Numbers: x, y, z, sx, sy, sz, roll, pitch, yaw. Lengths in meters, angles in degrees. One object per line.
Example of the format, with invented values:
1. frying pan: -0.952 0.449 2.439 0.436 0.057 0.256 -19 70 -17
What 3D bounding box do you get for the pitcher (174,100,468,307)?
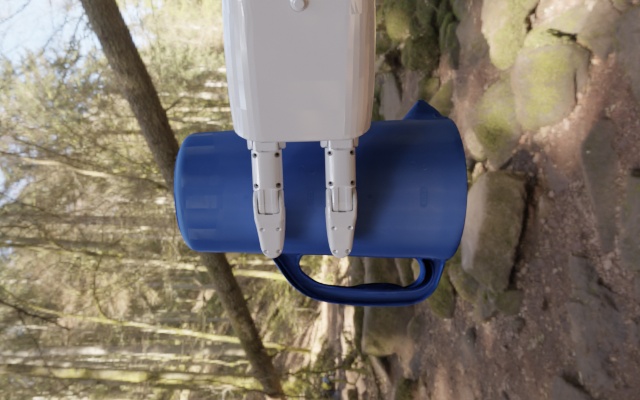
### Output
1. pitcher: 0.000 0.001 0.436 0.243 0.145 0.149 -1 41 -2
